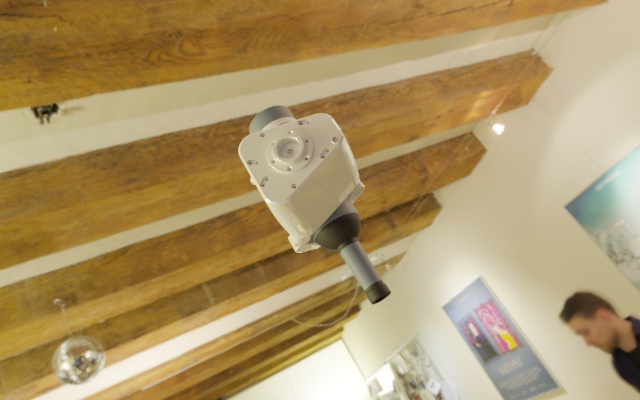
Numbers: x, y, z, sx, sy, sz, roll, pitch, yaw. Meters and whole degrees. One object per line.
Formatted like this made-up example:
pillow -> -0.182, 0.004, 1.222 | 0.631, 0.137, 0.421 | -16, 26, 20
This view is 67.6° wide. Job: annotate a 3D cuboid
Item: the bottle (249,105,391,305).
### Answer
bottle -> 0.000, 0.002, 0.622 | 0.069, 0.295, 0.069 | -26, -25, -13
